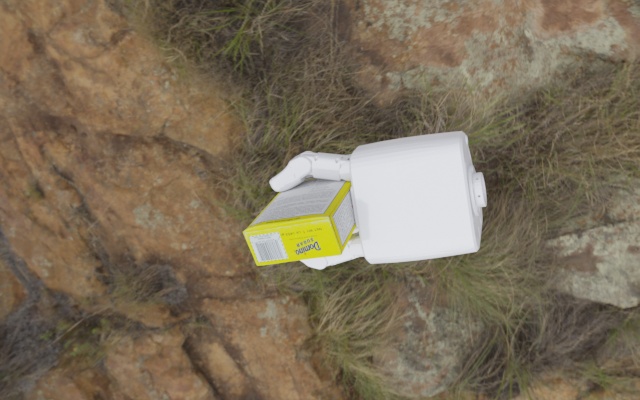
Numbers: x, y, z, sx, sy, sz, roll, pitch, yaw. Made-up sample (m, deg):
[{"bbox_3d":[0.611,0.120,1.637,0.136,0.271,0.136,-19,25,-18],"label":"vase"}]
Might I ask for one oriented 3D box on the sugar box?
[{"bbox_3d":[0.000,0.002,0.506,0.093,0.048,0.176,-9,19,25],"label":"sugar box"}]
